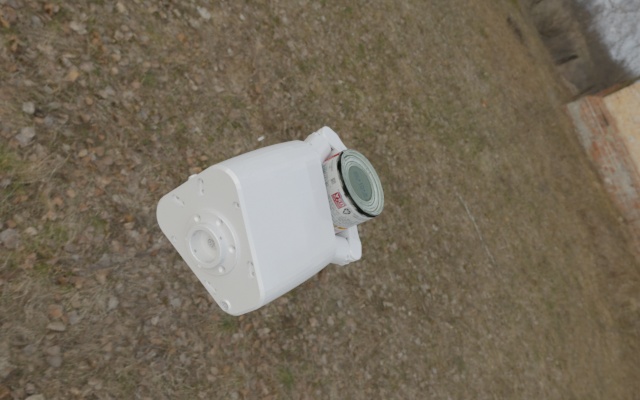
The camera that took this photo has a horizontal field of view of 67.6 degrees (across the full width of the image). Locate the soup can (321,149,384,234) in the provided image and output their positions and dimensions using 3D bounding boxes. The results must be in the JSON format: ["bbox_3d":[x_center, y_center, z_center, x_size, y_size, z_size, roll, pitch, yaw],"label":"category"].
[{"bbox_3d":[0.001,0.001,0.455,0.102,0.068,0.068,-26,-15,33],"label":"soup can"}]
